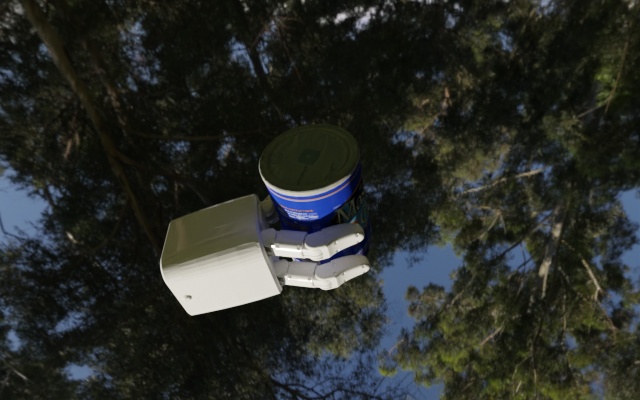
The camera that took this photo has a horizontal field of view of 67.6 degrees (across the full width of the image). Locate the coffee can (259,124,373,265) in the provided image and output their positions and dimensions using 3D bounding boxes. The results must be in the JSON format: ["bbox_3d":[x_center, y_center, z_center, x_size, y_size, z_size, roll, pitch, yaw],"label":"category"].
[{"bbox_3d":[0.000,0.002,0.528,0.103,0.102,0.140,0,-43,14],"label":"coffee can"}]
